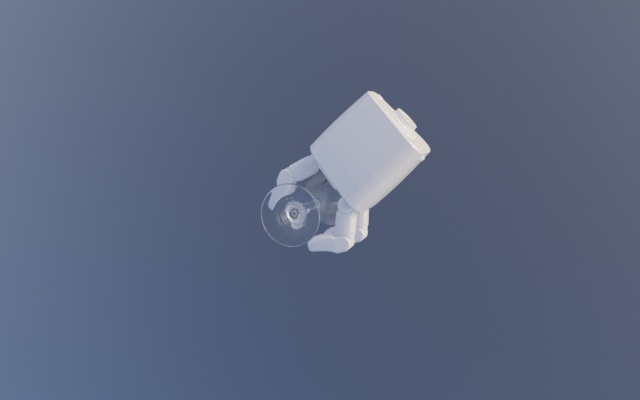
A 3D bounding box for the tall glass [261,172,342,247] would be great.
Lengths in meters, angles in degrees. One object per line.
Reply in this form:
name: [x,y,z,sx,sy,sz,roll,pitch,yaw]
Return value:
tall glass: [0.000,0.002,0.639,0.079,0.079,0.201,0,9,21]
